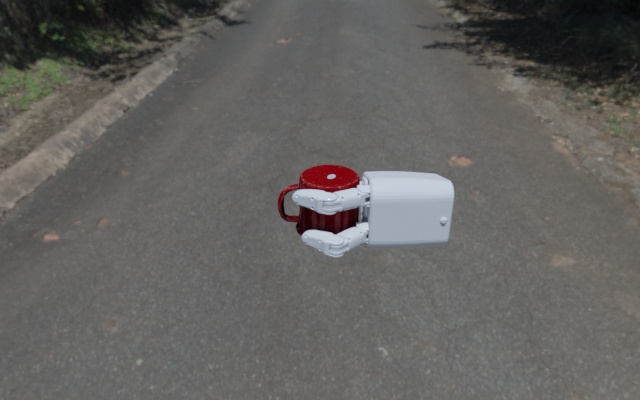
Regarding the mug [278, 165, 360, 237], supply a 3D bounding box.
[{"bbox_3d":[-0.001,0.002,0.652,0.117,0.081,0.093,-1,27,-2],"label":"mug"}]
